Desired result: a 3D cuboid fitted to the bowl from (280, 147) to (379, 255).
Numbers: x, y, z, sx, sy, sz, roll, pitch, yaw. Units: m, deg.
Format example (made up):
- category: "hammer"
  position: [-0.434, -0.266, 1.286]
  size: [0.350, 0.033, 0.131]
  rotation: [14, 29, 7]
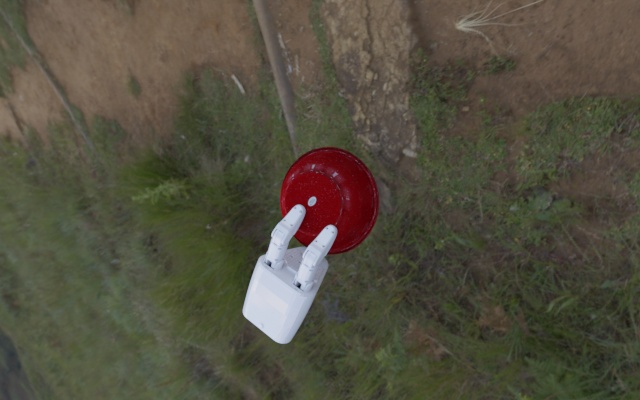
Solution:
- category: "bowl"
  position: [0.000, 0.001, 0.690]
  size: [0.162, 0.162, 0.055]
  rotation: [0, 3, 25]
